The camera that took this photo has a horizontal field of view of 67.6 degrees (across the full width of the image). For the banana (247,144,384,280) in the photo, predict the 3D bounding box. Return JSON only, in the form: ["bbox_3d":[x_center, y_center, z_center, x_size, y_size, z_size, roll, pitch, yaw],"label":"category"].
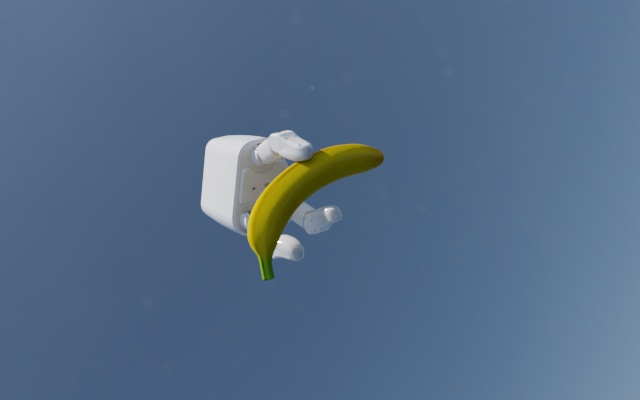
[{"bbox_3d":[-0.011,-0.010,0.498,0.197,0.070,0.037,-45,28,-23],"label":"banana"}]
